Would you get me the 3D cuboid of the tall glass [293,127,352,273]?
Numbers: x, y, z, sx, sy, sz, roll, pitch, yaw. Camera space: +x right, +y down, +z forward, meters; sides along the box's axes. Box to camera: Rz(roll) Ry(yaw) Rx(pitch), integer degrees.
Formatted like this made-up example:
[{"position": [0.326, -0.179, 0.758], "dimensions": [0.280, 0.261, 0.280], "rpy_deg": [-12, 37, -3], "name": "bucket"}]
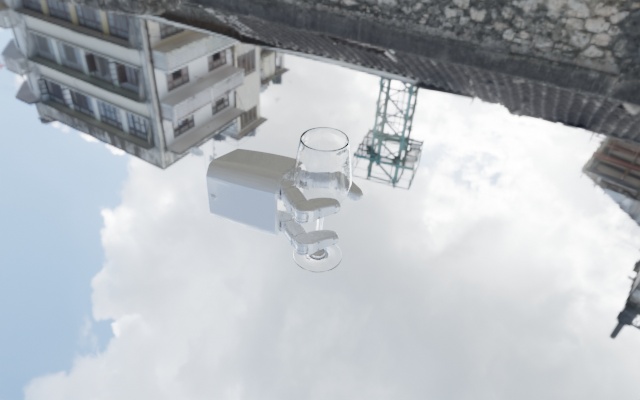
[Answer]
[{"position": [0.000, 0.003, 0.656], "dimensions": [0.079, 0.201, 0.079], "rpy_deg": [3, 37, -2], "name": "tall glass"}]
